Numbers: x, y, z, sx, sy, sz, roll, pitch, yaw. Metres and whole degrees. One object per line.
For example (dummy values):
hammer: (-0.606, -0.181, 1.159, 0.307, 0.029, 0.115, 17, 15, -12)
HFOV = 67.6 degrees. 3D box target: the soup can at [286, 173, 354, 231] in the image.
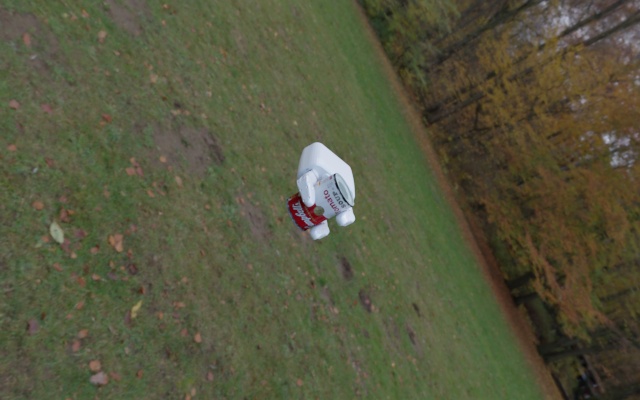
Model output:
soup can: (0.000, 0.003, 0.845, 0.102, 0.068, 0.068, -27, -9, 17)
